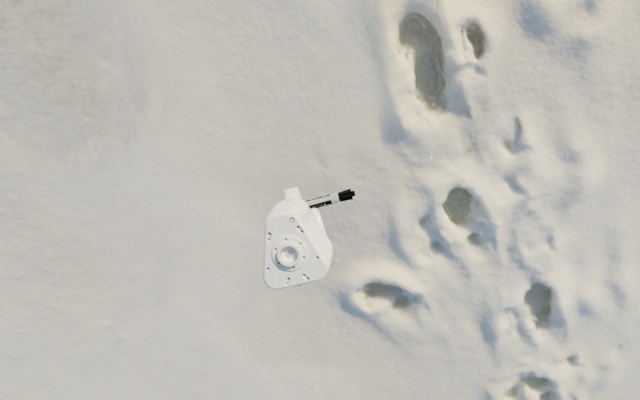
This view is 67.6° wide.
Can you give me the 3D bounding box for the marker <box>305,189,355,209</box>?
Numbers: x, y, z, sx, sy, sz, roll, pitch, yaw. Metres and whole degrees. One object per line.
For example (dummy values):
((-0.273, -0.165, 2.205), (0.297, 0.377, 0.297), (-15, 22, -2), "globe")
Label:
((0.000, 0.003, 0.816), (0.121, 0.020, 0.020), (-14, -1, 5), "marker")
